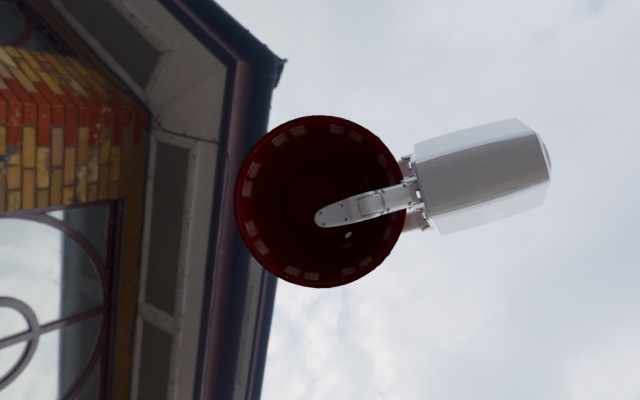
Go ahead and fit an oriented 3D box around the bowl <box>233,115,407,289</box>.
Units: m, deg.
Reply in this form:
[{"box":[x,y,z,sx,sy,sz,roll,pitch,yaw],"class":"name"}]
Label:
[{"box":[-0.001,0.002,0.467,0.162,0.162,0.055,0,-1,2],"class":"bowl"}]
